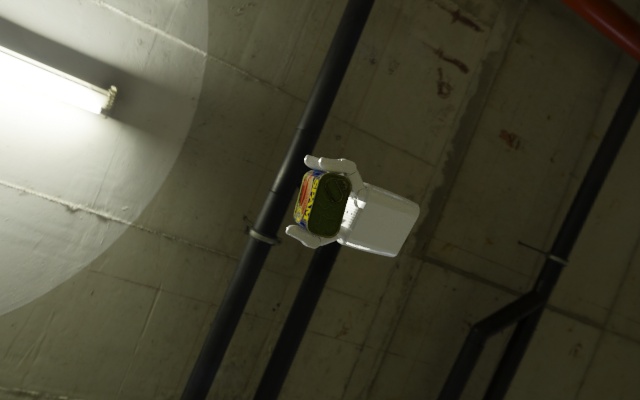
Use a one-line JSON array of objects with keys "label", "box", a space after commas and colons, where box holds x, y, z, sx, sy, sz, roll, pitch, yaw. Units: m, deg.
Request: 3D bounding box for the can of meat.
[{"label": "can of meat", "box": [0.000, 0.003, 0.782, 0.057, 0.102, 0.084, 15, 3, -22]}]
